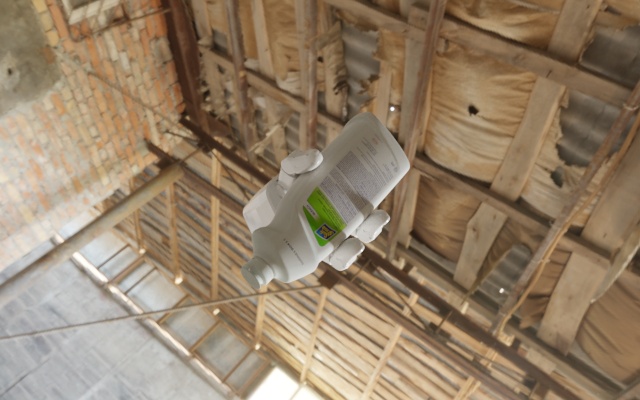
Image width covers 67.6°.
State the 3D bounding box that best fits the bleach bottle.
[{"bbox_3d":[0.000,0.002,0.557,0.250,0.102,0.068,-43,8,-32],"label":"bleach bottle"}]
